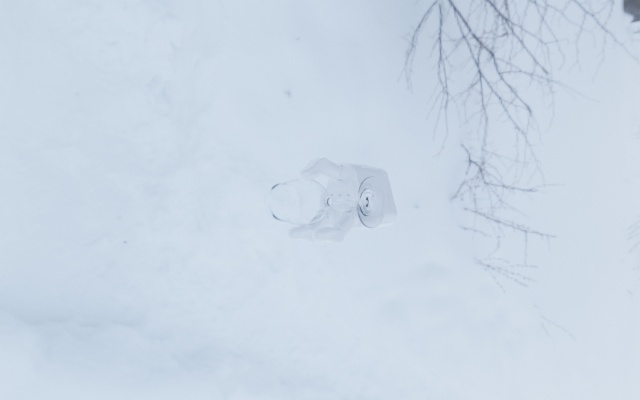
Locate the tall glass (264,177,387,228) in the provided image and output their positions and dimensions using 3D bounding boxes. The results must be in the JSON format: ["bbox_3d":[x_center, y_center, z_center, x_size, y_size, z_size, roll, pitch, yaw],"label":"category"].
[{"bbox_3d":[0.001,0.002,0.750,0.201,0.079,0.079,0,0,42],"label":"tall glass"}]
